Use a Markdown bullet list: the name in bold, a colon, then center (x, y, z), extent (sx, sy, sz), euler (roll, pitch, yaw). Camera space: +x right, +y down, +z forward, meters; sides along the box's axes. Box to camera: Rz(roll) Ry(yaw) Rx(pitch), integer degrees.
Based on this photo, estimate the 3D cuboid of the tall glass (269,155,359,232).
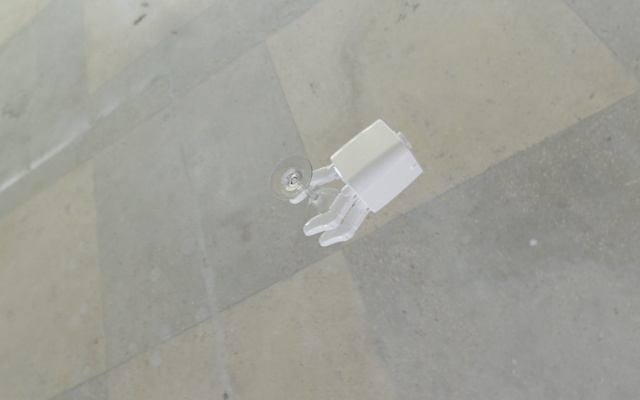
- **tall glass**: center (0.000, 0.002, 0.785), extent (0.079, 0.079, 0.201), euler (0, -22, 29)
